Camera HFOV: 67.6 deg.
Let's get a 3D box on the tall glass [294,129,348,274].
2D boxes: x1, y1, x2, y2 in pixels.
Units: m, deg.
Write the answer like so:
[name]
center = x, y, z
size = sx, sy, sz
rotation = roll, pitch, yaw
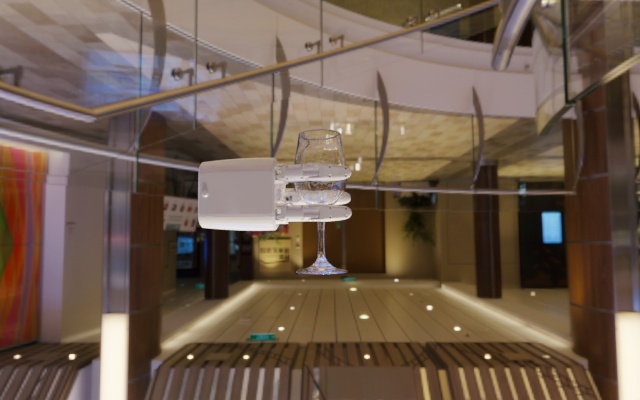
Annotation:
[tall glass]
center = 0.000, 0.003, 0.686
size = 0.079, 0.201, 0.079
rotation = 0, -4, 0
